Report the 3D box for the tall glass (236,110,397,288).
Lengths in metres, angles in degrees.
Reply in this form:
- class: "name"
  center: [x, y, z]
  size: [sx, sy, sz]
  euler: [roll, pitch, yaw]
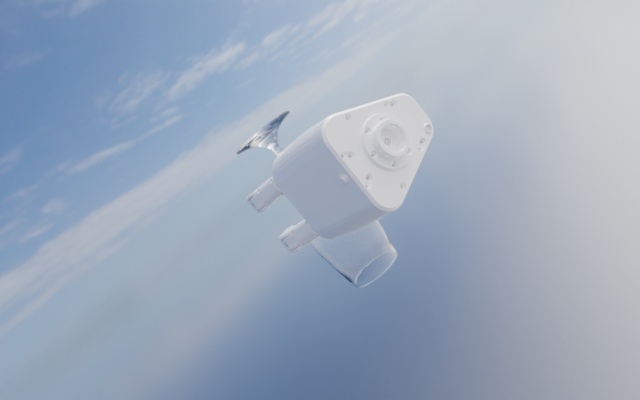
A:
- class: "tall glass"
  center: [0.000, 0.001, 0.530]
  size: [0.079, 0.201, 0.079]
  euler: [-39, 6, 4]
